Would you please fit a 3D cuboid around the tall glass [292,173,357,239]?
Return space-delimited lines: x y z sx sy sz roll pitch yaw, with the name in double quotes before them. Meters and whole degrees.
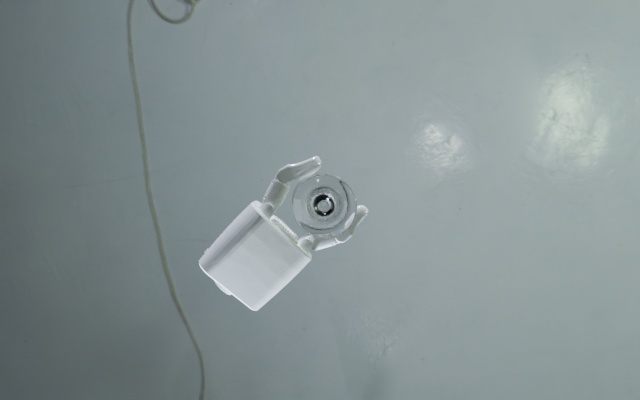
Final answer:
"tall glass" 0.000 0.002 0.644 0.079 0.079 0.201 0 3 -2
